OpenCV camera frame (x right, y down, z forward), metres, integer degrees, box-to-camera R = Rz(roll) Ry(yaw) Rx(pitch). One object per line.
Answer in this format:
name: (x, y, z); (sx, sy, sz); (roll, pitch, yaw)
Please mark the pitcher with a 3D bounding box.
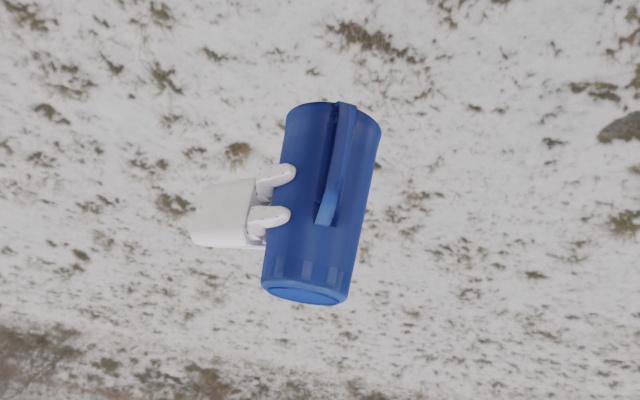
pitcher: (0.000, 0.002, 0.608); (0.145, 0.242, 0.149); (-4, -25, 33)
